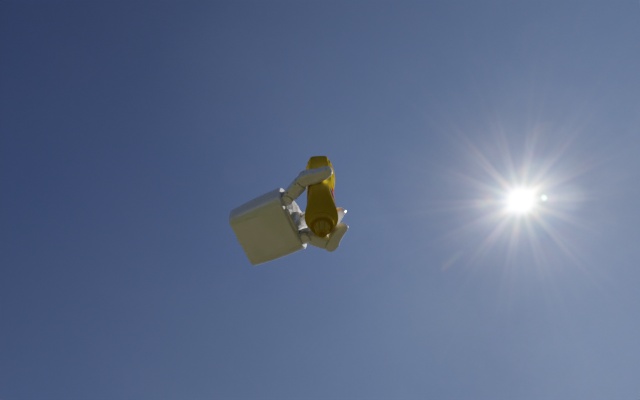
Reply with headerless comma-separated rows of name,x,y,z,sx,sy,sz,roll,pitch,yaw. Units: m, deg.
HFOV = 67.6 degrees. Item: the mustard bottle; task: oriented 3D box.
mustard bottle,0.000,0.003,0.854,0.058,0.096,0.191,-2,32,0
